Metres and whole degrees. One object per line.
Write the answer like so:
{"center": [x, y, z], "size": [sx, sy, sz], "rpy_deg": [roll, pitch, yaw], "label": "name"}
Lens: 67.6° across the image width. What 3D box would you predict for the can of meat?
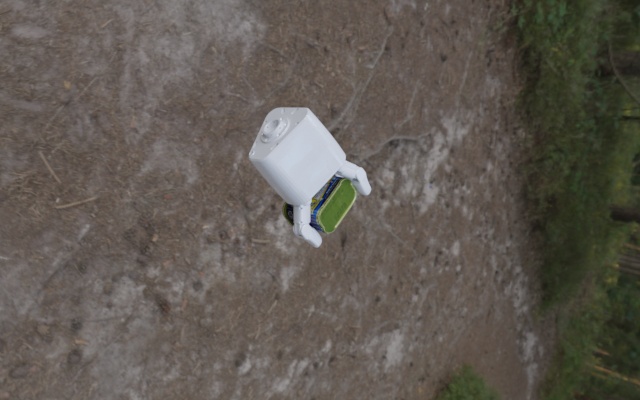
{"center": [0.000, 0.003, 0.797], "size": [0.084, 0.102, 0.057], "rpy_deg": [11, -33, 44], "label": "can of meat"}
